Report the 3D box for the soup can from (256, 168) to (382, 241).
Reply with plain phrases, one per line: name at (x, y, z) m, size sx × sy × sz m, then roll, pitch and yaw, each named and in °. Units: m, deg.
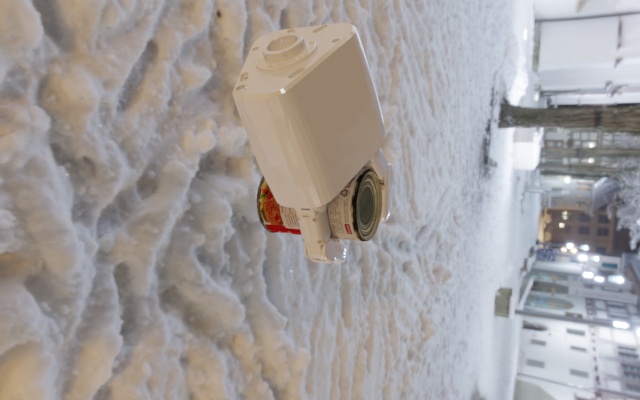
soup can at (0.000, 0.002, 0.457) m, size 0.102 × 0.068 × 0.068 m, roll 4°, pitch 2°, yaw 27°
